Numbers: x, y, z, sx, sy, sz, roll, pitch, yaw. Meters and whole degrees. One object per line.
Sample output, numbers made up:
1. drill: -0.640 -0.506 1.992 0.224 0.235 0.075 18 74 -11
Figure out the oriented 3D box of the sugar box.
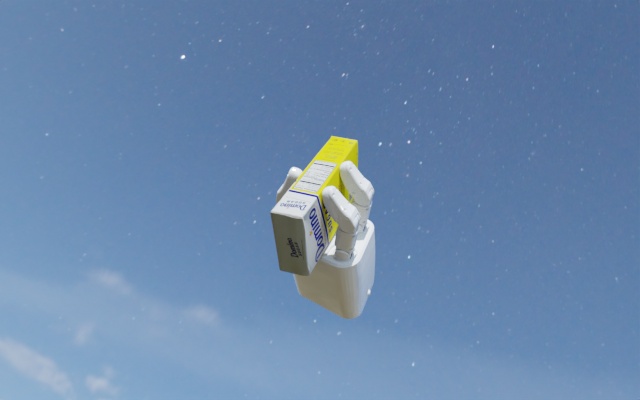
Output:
1. sugar box: 0.001 0.002 0.599 0.048 0.093 0.176 10 40 19
